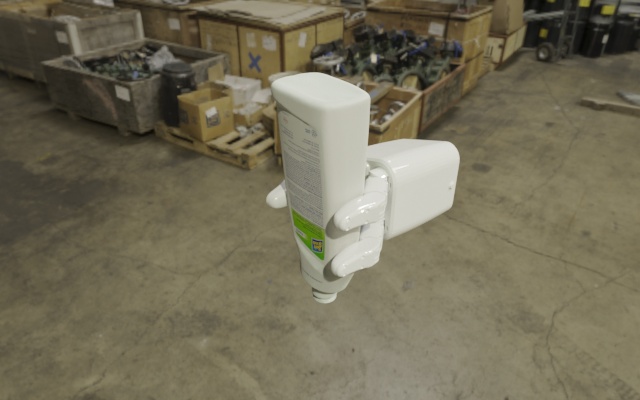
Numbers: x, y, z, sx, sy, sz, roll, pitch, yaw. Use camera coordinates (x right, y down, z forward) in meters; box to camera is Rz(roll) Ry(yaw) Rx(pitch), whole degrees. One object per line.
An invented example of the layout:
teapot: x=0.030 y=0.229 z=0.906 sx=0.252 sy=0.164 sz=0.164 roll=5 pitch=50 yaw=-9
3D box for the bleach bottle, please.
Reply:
bleach bottle: x=0.000 y=0.002 z=0.509 sx=0.068 sy=0.251 sz=0.102 roll=-20 pitch=37 yaw=-30
